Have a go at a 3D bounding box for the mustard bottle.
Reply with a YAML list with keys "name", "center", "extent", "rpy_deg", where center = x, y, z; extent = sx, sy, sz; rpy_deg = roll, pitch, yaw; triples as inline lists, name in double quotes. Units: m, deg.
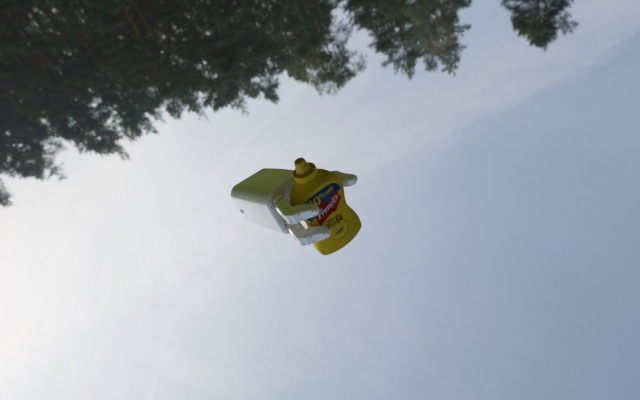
- name: "mustard bottle"
  center: [0.000, 0.003, 0.824]
  extent: [0.096, 0.192, 0.058]
  rpy_deg: [-36, 38, -11]
